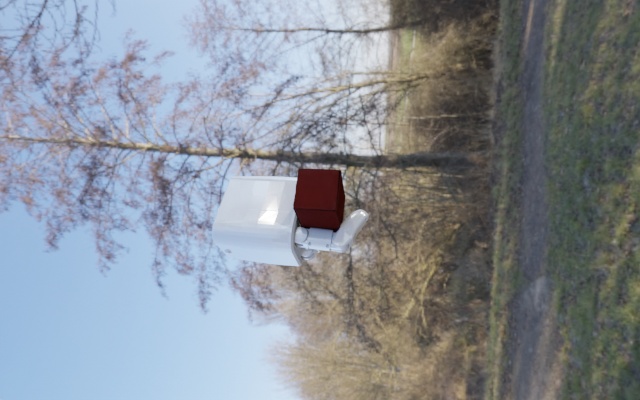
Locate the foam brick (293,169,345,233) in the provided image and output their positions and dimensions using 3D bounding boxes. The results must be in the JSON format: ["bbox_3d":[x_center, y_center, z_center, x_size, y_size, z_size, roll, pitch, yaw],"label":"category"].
[{"bbox_3d":[0.000,0.002,0.576,0.051,0.053,0.078,4,-23,9],"label":"foam brick"}]
